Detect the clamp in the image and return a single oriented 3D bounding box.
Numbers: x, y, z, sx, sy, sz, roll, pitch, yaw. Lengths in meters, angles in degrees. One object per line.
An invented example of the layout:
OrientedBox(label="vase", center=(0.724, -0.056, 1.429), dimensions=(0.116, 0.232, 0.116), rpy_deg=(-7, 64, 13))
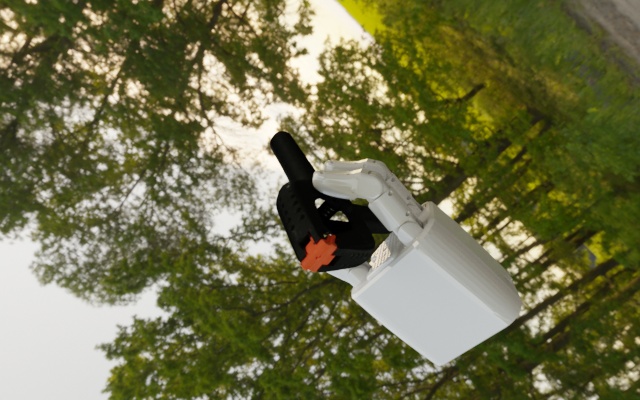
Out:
OrientedBox(label="clamp", center=(0.000, 0.002, 0.434), dimensions=(0.164, 0.036, 0.210), rpy_deg=(38, 18, 0))
